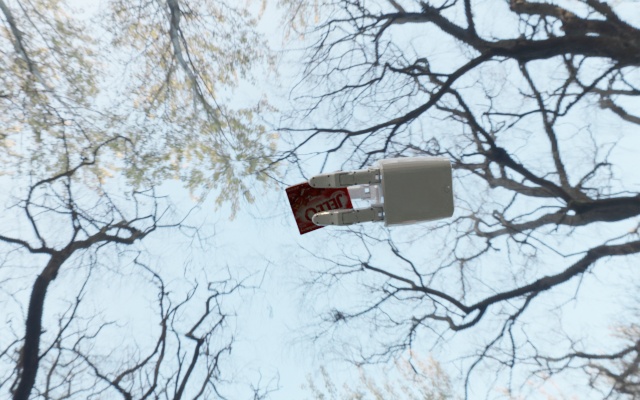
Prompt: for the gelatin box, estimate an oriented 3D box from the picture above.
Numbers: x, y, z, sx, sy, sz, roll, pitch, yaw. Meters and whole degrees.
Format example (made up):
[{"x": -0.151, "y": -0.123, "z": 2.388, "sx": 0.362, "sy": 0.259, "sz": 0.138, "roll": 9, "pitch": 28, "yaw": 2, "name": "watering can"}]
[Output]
[{"x": 0.000, "y": 0.002, "z": 0.708, "sx": 0.089, "sy": 0.073, "sz": 0.030, "roll": -18, "pitch": 6, "yaw": 0, "name": "gelatin box"}]
